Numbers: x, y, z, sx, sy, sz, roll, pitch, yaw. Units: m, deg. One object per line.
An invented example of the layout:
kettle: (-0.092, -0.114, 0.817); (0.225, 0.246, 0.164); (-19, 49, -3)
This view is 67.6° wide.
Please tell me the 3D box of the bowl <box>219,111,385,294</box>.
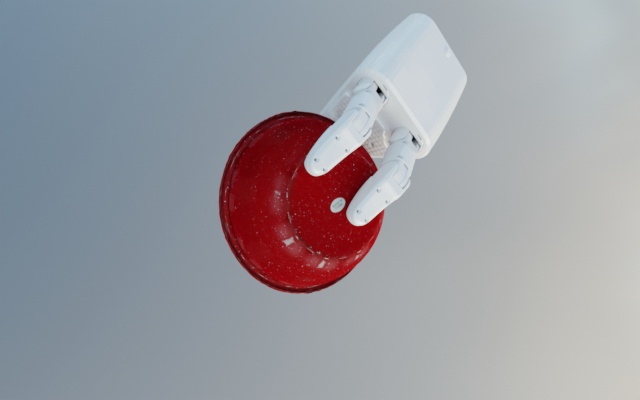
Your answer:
bowl: (0.000, 0.002, 0.402); (0.162, 0.162, 0.055); (0, 0, -31)
